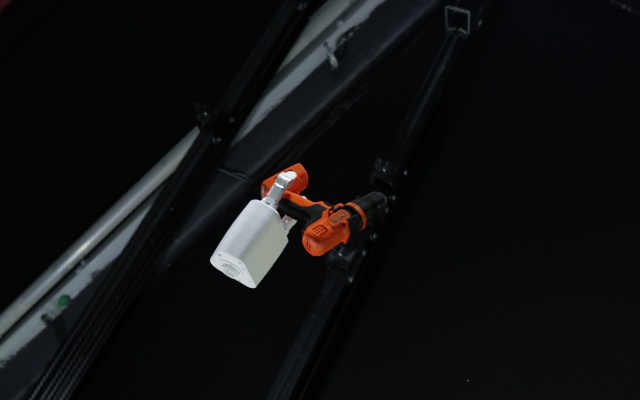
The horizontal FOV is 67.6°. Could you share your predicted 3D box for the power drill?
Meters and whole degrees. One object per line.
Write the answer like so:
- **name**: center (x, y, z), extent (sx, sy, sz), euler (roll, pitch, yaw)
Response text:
- **power drill**: center (0.000, 0.003, 0.851), extent (0.184, 0.057, 0.187), euler (-30, 47, -34)
